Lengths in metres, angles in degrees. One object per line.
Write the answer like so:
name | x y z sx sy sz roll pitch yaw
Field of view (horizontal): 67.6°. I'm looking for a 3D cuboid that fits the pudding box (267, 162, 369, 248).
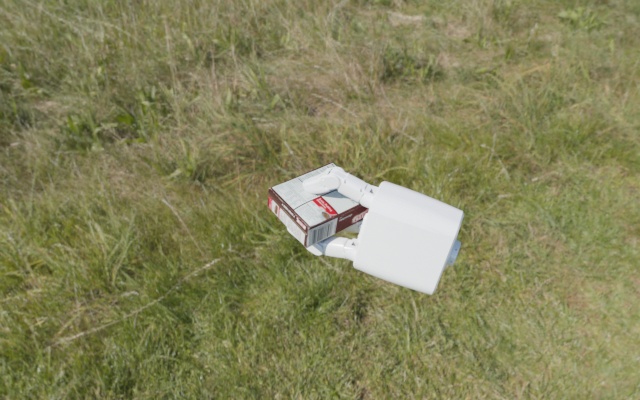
pudding box | 0.000 0.002 0.634 0.113 0.039 0.090 -23 51 -33
